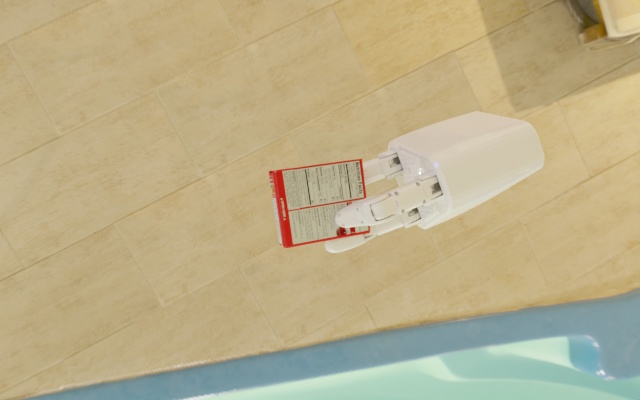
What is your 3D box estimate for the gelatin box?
[{"bbox_3d":[0.000,0.002,0.457,0.089,0.073,0.030,-9,5,-16],"label":"gelatin box"}]
